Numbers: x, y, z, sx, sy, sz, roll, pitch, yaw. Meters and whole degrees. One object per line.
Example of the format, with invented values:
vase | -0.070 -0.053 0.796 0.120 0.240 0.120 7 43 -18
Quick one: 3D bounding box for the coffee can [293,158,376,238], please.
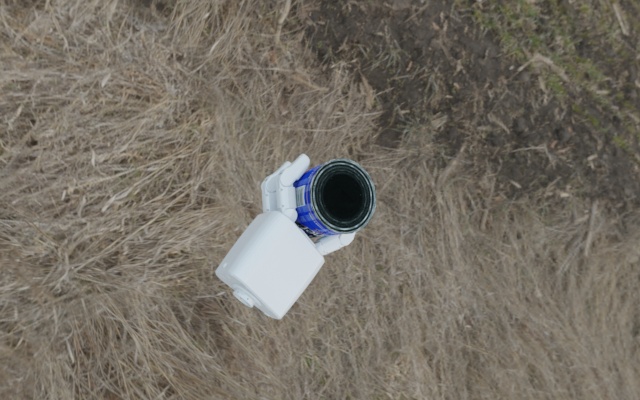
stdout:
coffee can | 0.000 0.002 0.698 0.103 0.103 0.140 0 -7 -27
